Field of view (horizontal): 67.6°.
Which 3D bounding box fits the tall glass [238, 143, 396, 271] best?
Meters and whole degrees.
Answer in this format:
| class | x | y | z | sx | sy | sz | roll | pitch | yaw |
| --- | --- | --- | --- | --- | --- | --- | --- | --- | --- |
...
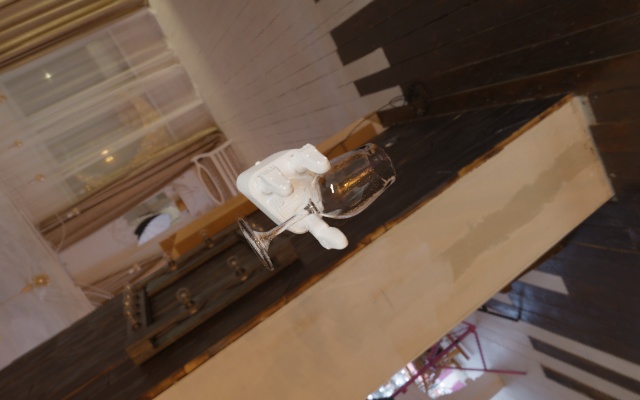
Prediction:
| class | x | y | z | sx | sy | sz | roll | pitch | yaw |
| --- | --- | --- | --- | --- | --- | --- | --- | --- | --- |
| tall glass | 0.000 | 0.002 | 0.607 | 0.201 | 0.079 | 0.079 | -33 | 10 | -16 |
